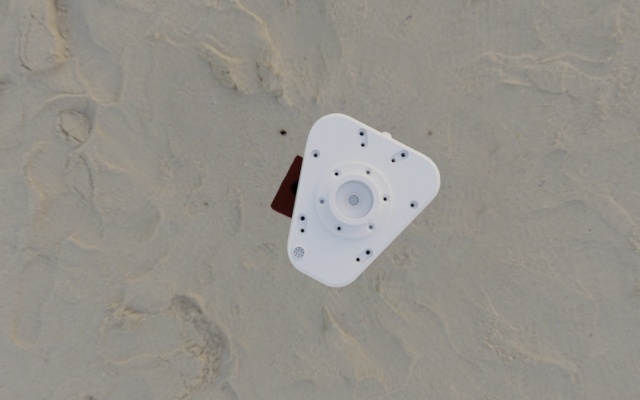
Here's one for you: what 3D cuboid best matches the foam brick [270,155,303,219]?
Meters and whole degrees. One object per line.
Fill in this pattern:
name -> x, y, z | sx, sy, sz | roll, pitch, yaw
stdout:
foam brick -> 0.000, 0.001, 0.438 | 0.078, 0.053, 0.051 | 27, -5, 2
